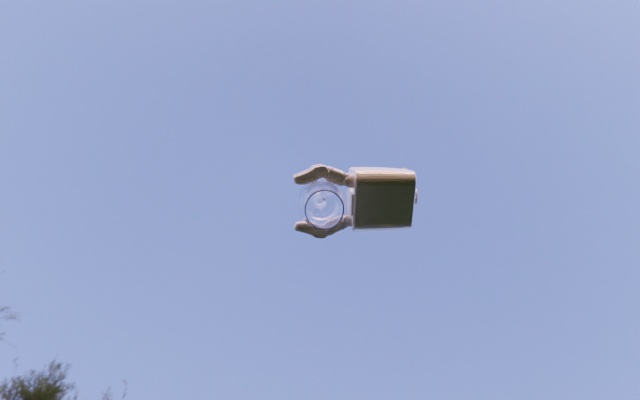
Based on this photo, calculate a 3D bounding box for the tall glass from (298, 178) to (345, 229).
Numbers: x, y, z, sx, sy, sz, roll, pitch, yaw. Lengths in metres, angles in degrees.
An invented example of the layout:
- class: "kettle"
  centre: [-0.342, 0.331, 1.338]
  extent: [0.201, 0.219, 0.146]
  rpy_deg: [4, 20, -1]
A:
- class: "tall glass"
  centre: [0.000, 0.003, 0.833]
  extent: [0.079, 0.079, 0.201]
  rpy_deg: [0, 7, -3]
